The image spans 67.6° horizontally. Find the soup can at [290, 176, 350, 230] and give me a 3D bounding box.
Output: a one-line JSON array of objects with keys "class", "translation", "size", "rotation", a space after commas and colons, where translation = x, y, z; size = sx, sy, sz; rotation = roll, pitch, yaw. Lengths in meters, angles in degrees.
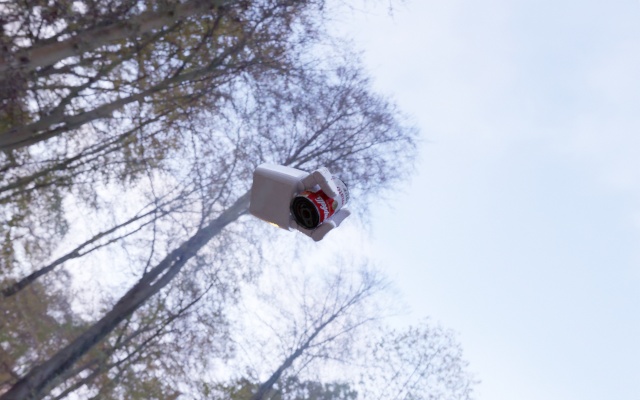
[{"class": "soup can", "translation": [0.001, 0.003, 0.896], "size": [0.068, 0.068, 0.102], "rotation": [0, 24, 40]}]
